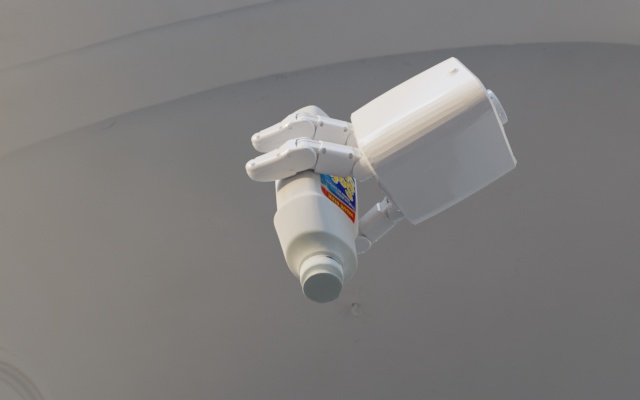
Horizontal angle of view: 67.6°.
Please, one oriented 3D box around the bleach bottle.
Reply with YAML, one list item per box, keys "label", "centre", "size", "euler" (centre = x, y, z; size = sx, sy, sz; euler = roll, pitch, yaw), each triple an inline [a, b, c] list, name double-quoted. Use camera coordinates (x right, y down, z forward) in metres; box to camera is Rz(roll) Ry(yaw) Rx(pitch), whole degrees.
- label: "bleach bottle"
  centre: [0.000, 0.001, 0.442]
  size: [0.068, 0.103, 0.250]
  euler: [-30, 29, 14]
